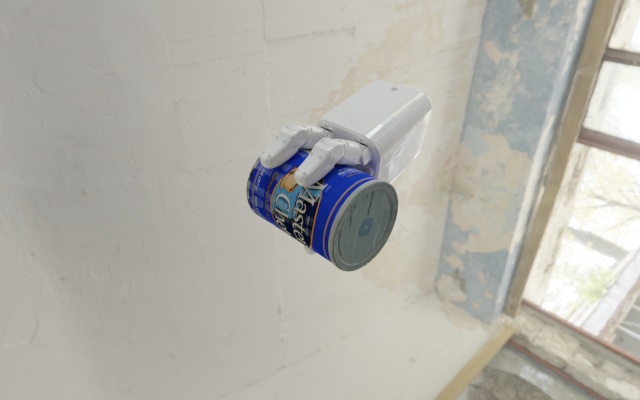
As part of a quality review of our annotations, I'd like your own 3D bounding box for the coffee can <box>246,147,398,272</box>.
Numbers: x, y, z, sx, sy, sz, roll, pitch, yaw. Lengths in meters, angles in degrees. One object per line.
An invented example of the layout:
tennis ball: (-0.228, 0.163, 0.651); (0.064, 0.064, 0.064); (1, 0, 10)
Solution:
coffee can: (0.000, 0.002, 0.534); (0.140, 0.103, 0.103); (29, 18, 37)
